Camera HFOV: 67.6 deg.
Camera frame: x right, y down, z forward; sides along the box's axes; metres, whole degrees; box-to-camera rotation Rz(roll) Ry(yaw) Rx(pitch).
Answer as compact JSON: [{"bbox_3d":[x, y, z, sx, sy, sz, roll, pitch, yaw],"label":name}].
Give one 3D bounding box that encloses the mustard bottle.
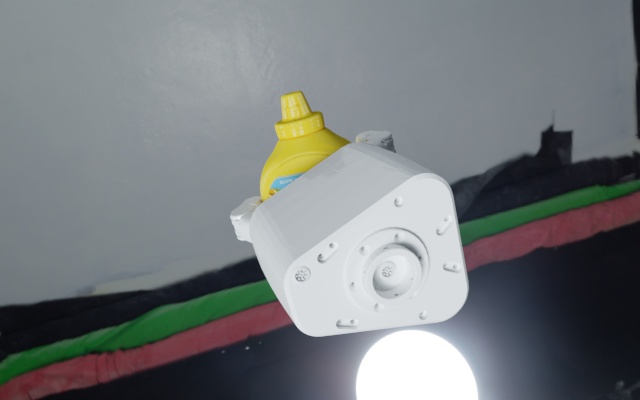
[{"bbox_3d":[0.000,0.001,0.415,0.096,0.192,0.058,-12,18,11],"label":"mustard bottle"}]
